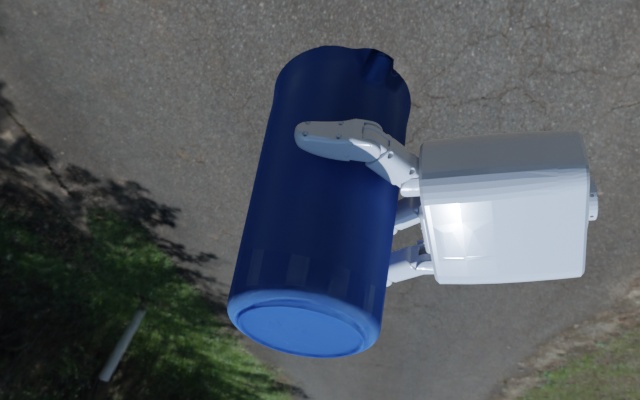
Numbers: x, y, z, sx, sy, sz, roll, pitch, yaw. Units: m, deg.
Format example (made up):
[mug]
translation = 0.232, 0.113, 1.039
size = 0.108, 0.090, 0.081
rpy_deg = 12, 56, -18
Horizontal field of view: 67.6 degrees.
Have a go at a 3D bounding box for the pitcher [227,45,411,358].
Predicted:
[pitcher]
translation = 0.000, 0.001, 0.405
size = 0.145, 0.242, 0.149
rpy_deg = -4, -39, 20
